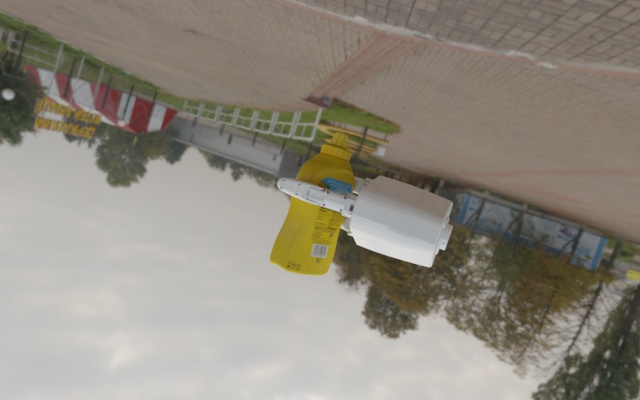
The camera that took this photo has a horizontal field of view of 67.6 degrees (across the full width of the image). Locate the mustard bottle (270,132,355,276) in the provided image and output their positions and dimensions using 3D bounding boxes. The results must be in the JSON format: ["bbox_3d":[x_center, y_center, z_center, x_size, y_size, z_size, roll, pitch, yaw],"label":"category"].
[{"bbox_3d":[0.000,0.002,0.639,0.058,0.191,0.096,21,4,41],"label":"mustard bottle"}]
